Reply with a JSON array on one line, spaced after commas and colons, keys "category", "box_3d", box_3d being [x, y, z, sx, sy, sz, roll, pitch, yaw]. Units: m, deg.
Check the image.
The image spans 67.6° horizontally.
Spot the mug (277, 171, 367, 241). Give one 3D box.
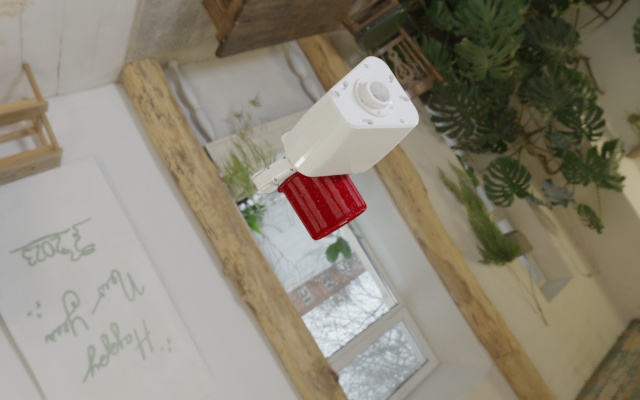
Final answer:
[{"category": "mug", "box_3d": [0.000, 0.003, 0.615, 0.093, 0.081, 0.117, -27, -8, -35]}]
